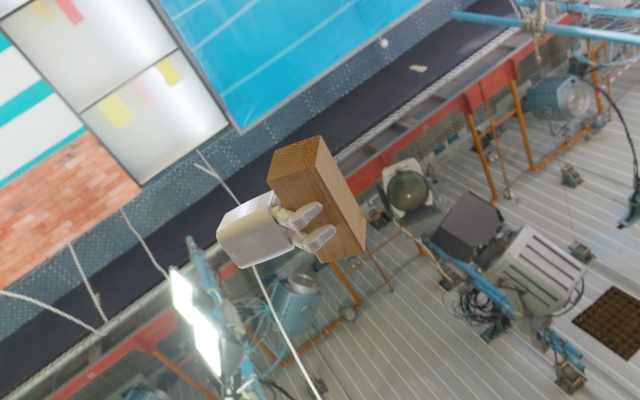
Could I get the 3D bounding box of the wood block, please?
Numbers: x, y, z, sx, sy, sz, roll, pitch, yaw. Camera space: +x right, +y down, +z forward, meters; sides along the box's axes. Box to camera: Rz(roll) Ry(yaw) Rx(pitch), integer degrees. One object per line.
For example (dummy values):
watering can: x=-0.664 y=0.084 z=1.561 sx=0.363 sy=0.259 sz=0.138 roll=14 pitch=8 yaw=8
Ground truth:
wood block: x=0.000 y=0.003 z=0.832 sx=0.090 sy=0.206 sz=0.090 roll=-16 pitch=38 yaw=19
